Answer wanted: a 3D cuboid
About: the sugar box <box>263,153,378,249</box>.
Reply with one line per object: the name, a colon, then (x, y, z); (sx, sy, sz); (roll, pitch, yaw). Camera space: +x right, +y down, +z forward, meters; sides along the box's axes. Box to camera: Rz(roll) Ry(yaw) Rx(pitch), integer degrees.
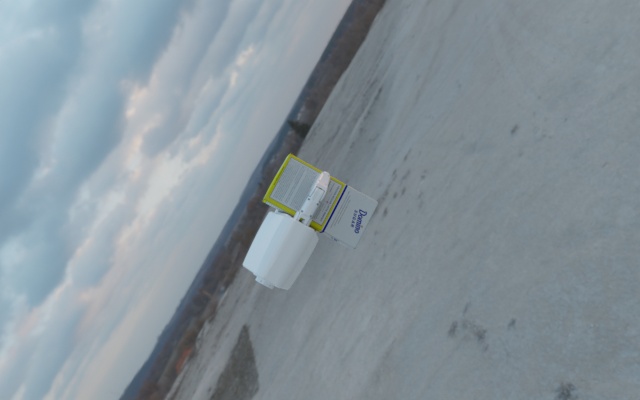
sugar box: (0.000, 0.003, 0.818); (0.176, 0.093, 0.048); (30, -10, -8)
